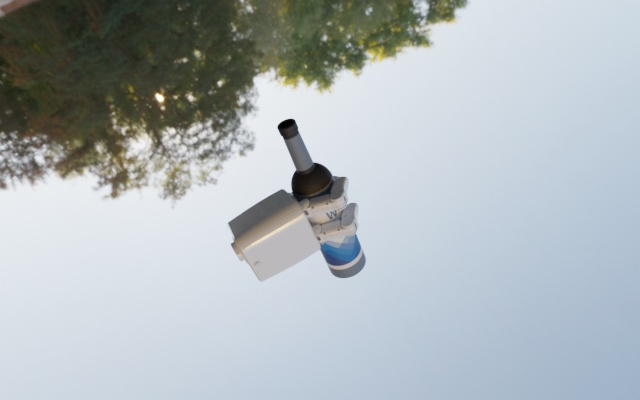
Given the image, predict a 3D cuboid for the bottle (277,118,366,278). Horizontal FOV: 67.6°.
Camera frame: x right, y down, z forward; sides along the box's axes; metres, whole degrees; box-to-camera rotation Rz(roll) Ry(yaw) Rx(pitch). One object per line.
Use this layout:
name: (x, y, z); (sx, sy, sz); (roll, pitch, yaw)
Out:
bottle: (0.000, 0.003, 0.743); (0.069, 0.296, 0.069); (-15, 38, 12)
